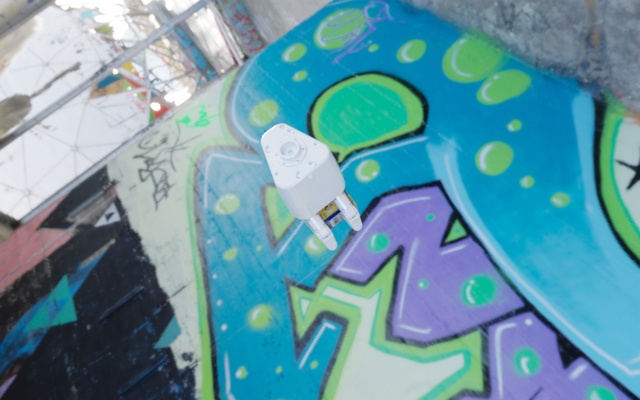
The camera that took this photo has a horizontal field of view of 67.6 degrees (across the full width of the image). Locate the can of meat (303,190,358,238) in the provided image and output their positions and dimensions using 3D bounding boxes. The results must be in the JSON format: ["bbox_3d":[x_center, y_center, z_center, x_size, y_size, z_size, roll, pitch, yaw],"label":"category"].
[{"bbox_3d":[0.000,0.003,0.826,0.084,0.102,0.057,-38,-24,-6],"label":"can of meat"}]
